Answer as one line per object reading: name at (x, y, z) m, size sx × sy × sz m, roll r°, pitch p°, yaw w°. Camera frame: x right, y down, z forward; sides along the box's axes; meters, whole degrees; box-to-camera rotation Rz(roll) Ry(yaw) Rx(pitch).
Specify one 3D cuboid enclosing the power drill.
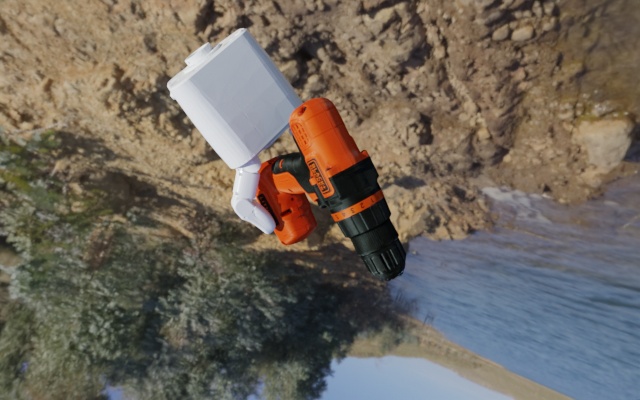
power drill at (0.000, 0.002, 0.508) m, size 0.057 × 0.184 × 0.188 m, roll -27°, pitch 3°, yaw -29°
